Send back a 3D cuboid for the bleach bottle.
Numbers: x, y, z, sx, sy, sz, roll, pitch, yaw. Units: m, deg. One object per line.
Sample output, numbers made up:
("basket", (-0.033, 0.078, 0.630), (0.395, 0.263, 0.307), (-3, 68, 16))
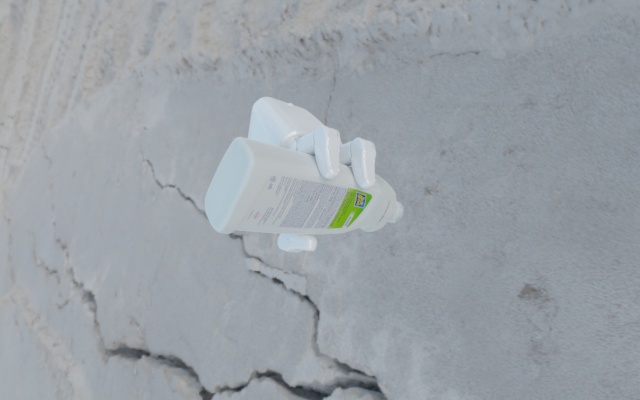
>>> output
("bleach bottle", (0.000, 0.002, 0.564), (0.251, 0.103, 0.068), (12, 29, -38))
